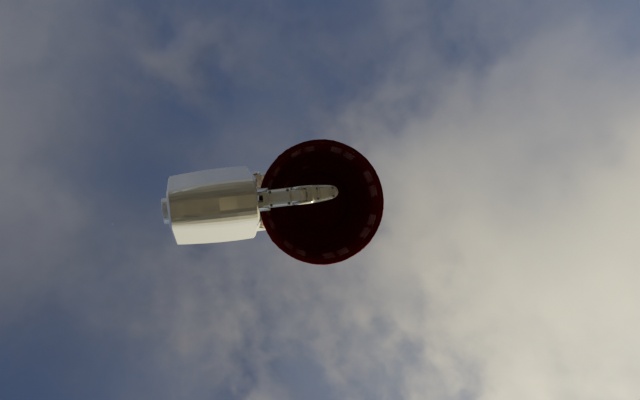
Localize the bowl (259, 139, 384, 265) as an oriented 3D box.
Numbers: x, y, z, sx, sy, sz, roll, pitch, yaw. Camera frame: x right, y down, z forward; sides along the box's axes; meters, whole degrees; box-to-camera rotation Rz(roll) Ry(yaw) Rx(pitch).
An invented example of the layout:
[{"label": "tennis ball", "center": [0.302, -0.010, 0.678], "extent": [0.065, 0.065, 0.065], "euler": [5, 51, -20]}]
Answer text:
[{"label": "bowl", "center": [0.001, 0.002, 0.638], "extent": [0.162, 0.162, 0.055], "euler": [0, 0, -4]}]
